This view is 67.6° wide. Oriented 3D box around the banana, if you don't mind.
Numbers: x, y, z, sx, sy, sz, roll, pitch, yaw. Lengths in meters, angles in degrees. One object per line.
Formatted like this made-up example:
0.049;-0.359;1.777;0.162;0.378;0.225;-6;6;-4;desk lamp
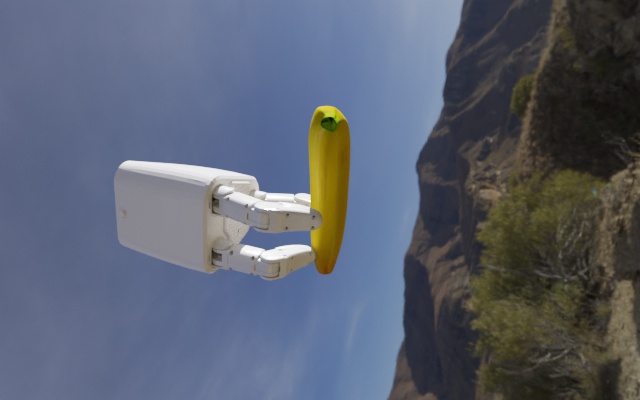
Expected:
0.005;-0.014;0.443;0.037;0.198;0.069;11;47;12;banana
